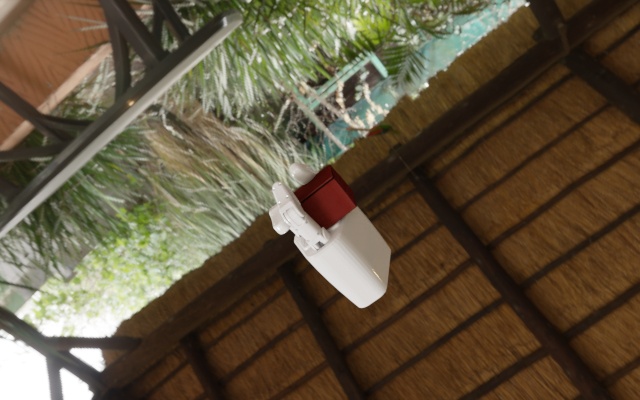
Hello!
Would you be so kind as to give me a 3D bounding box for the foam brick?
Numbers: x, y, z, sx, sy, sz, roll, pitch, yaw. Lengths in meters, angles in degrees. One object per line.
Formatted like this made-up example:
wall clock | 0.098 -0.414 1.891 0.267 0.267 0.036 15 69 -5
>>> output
foam brick | 0.000 0.002 0.609 0.078 0.051 0.053 -38 19 13
